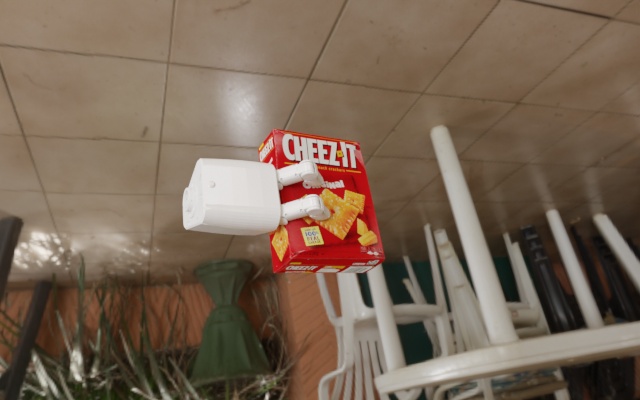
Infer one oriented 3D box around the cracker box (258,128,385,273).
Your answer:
[{"bbox_3d":[0.000,0.003,0.742,0.164,0.213,0.072,5,-28,-29],"label":"cracker box"}]
